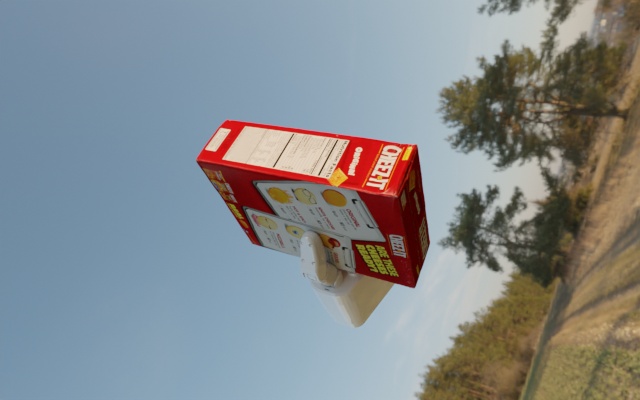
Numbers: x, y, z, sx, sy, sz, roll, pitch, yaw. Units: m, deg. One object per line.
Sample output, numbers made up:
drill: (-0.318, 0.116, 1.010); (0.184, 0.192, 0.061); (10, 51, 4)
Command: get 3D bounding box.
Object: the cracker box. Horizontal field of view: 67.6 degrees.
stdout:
cracker box: (0.000, 0.002, 0.507); (0.213, 0.072, 0.164); (11, -33, 25)
